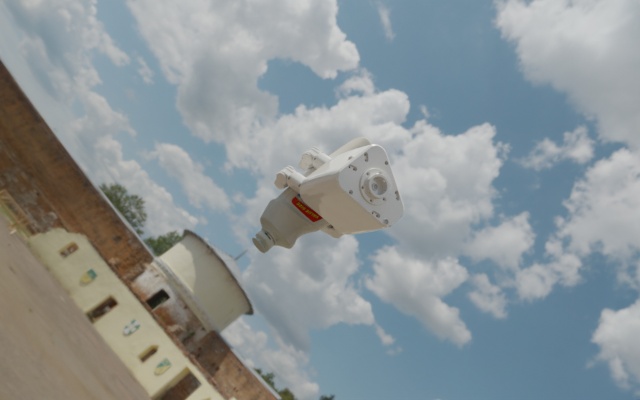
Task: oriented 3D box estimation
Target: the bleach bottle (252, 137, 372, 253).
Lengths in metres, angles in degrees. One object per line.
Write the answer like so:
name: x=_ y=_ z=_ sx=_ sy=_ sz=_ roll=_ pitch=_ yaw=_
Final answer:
bleach bottle: x=0.000 y=0.002 z=0.760 sx=0.250 sy=0.102 sz=0.068 roll=-39 pitch=12 yaw=-26
